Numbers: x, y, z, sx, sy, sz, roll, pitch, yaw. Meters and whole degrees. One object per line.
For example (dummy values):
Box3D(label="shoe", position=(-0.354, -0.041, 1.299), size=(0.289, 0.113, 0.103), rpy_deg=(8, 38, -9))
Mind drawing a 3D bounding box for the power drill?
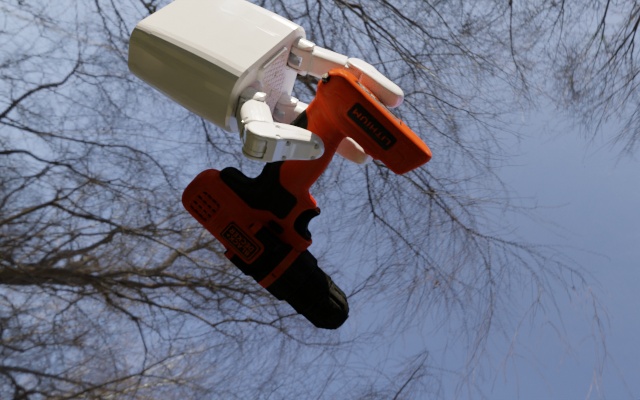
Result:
Box3D(label="power drill", position=(0.000, 0.001, 0.403), size=(0.188, 0.184, 0.057), rpy_deg=(-45, 7, 16))
